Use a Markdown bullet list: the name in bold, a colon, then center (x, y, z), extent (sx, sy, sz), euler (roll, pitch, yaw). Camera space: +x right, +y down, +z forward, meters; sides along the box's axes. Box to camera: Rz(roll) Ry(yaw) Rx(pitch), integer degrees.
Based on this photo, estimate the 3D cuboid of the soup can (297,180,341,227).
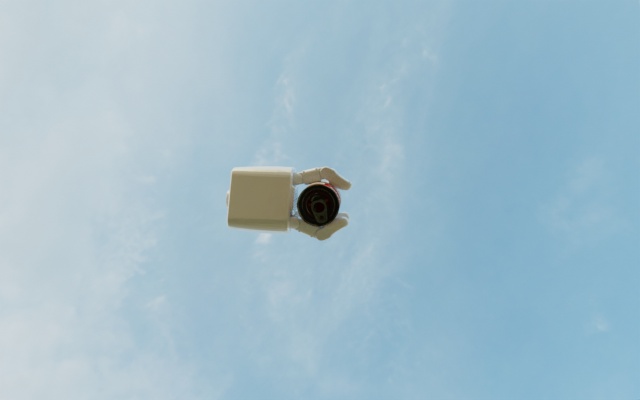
- **soup can**: center (0.001, 0.002, 0.799), extent (0.068, 0.068, 0.102), euler (0, 6, 5)
